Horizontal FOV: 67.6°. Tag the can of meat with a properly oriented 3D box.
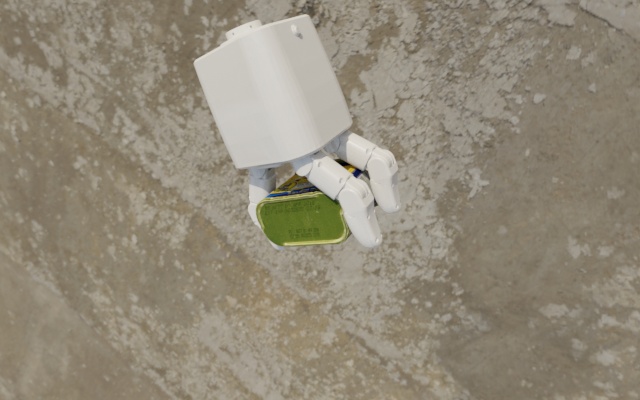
[{"bbox_3d":[0.000,0.002,0.463,0.102,0.057,0.084,-7,21,33],"label":"can of meat"}]
